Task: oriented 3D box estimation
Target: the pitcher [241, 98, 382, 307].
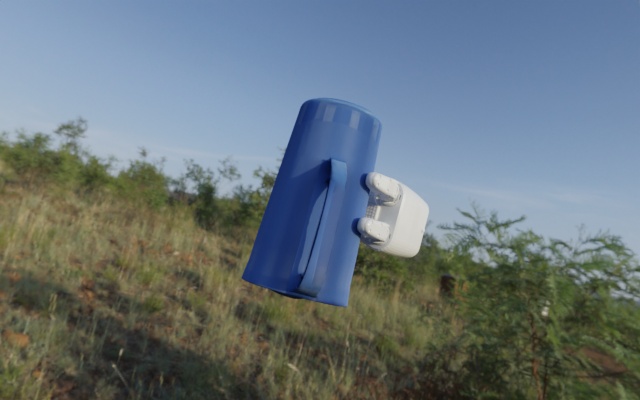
[{"bbox_3d":[0.000,0.002,0.587,0.149,0.243,0.145,10,-8,37],"label":"pitcher"}]
